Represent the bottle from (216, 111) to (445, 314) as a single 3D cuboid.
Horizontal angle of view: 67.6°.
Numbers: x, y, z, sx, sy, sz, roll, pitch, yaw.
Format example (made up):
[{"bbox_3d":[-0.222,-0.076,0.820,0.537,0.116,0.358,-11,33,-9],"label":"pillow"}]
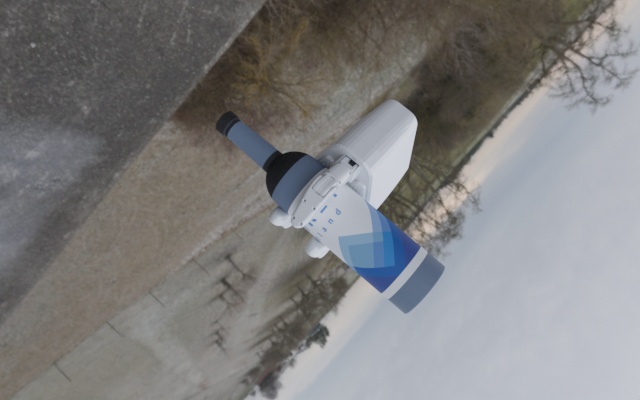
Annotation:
[{"bbox_3d":[0.000,0.002,0.529,0.295,0.069,0.069,40,7,8],"label":"bottle"}]
